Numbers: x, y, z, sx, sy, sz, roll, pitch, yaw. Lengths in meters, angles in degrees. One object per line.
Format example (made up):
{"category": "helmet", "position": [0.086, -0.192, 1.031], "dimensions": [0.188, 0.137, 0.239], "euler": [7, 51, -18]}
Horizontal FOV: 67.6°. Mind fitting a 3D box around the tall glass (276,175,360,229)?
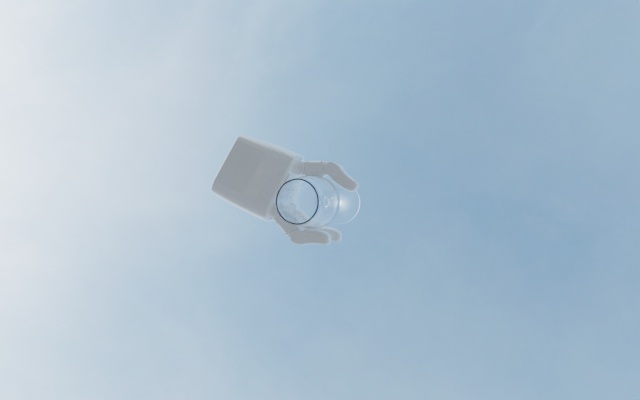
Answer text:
{"category": "tall glass", "position": [0.000, 0.002, 0.726], "dimensions": [0.079, 0.079, 0.201], "euler": [0, -1, 18]}
